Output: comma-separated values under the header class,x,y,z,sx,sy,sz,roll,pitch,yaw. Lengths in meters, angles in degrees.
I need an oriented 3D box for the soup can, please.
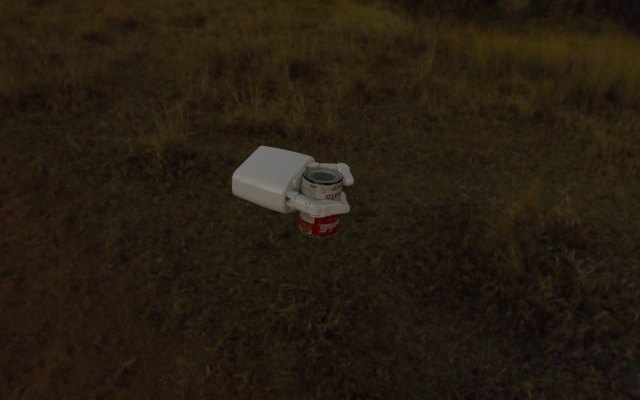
class,x,y,z,sx,sy,sz,roll,pitch,yaw
soup can,0.001,0.003,0.804,0.068,0.102,0.068,4,26,-2
